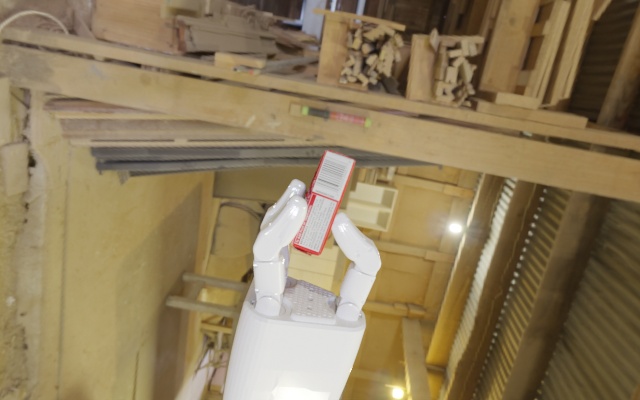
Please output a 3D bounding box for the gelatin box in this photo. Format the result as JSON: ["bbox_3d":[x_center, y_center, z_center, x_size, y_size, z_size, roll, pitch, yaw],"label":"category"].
[{"bbox_3d":[0.001,0.001,0.431,0.030,0.089,0.073,20,1,-2],"label":"gelatin box"}]
